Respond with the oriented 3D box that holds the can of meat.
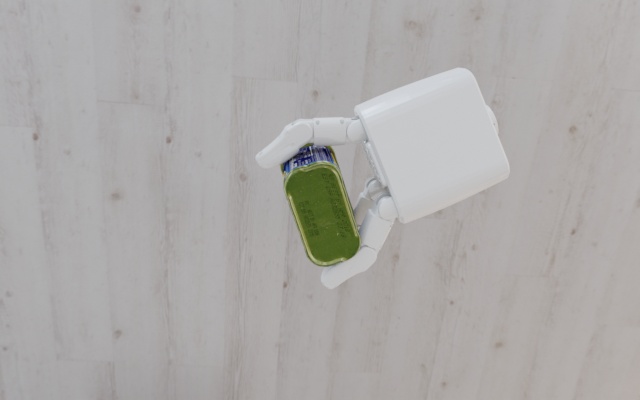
[{"bbox_3d":[0.000,0.002,0.453,0.057,0.102,0.084,-18,19,1],"label":"can of meat"}]
